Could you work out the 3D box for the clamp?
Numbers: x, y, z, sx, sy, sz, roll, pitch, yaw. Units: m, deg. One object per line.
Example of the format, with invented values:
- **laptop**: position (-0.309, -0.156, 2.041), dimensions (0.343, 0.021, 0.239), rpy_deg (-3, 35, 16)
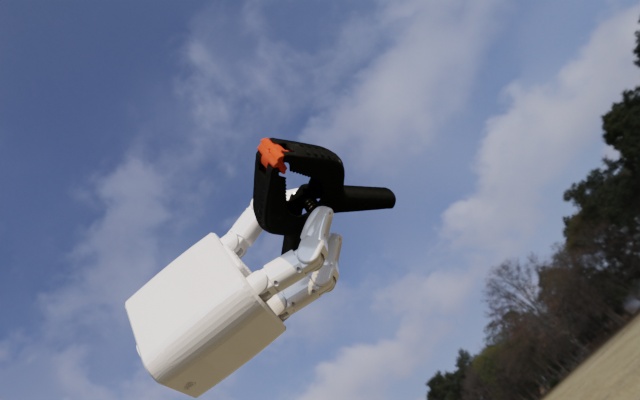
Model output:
- **clamp**: position (-0.001, 0.001, 0.464), dimensions (0.036, 0.164, 0.210), rpy_deg (46, -12, 33)
